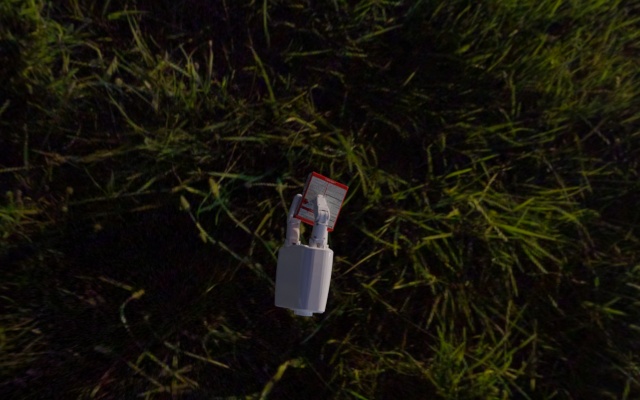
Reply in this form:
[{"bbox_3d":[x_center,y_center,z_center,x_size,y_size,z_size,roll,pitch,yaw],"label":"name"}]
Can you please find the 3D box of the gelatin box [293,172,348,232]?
[{"bbox_3d":[0.000,0.002,0.863,0.073,0.089,0.030,22,-9,-13],"label":"gelatin box"}]
